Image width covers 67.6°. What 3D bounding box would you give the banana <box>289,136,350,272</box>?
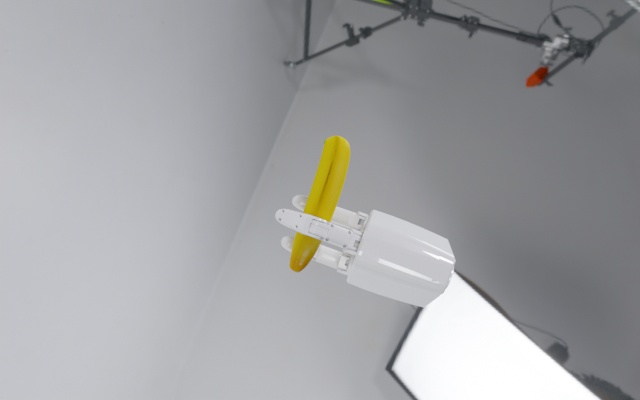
[{"bbox_3d":[0.005,-0.009,0.584,0.037,0.197,0.070,18,-28,-3],"label":"banana"}]
